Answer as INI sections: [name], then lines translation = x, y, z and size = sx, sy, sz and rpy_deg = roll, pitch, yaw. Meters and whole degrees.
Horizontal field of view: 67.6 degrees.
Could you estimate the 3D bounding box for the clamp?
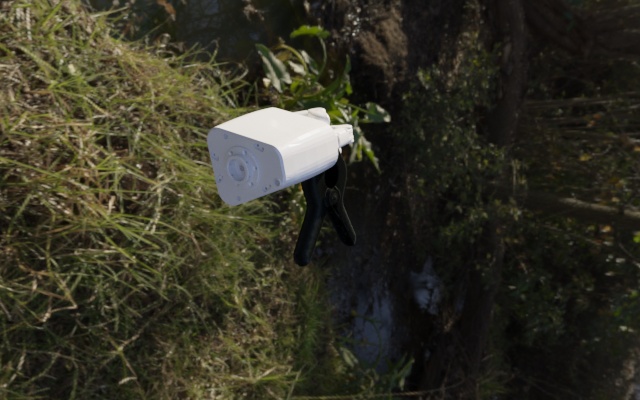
[clamp]
translation = 0.001, 0.002, 0.634
size = 0.039, 0.171, 0.120
rpy_deg = 2, 20, 34
